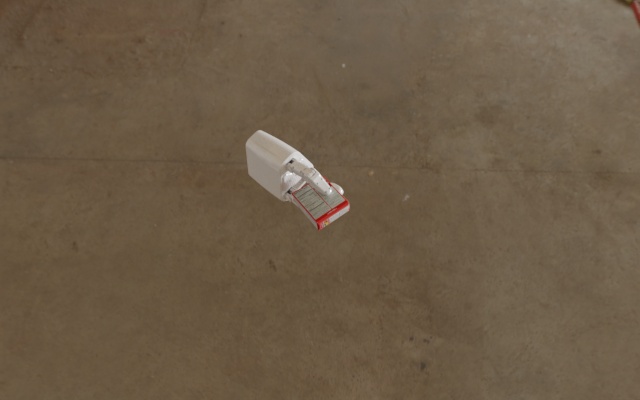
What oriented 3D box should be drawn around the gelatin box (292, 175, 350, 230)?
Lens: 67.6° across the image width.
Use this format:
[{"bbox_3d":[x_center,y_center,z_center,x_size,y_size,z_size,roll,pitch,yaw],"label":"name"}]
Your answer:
[{"bbox_3d":[0.000,0.003,0.899,0.073,0.089,0.030,-33,-34,-16],"label":"gelatin box"}]
